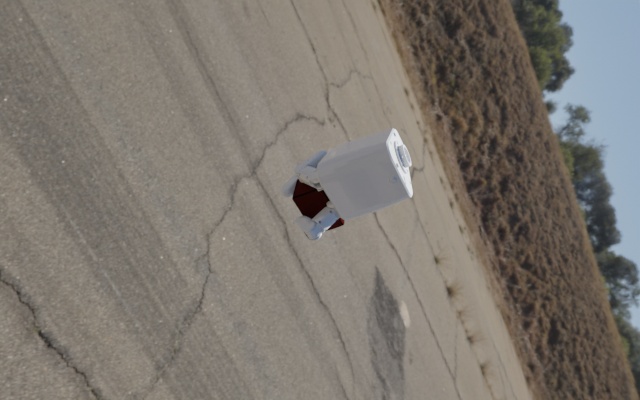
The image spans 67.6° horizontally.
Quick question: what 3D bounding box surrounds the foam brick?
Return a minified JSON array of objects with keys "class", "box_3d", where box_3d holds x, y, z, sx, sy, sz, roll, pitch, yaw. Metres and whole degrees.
[{"class":"foam brick","box_3d":[0.000,0.003,0.730,0.051,0.078,0.053,-19,33,21]}]
